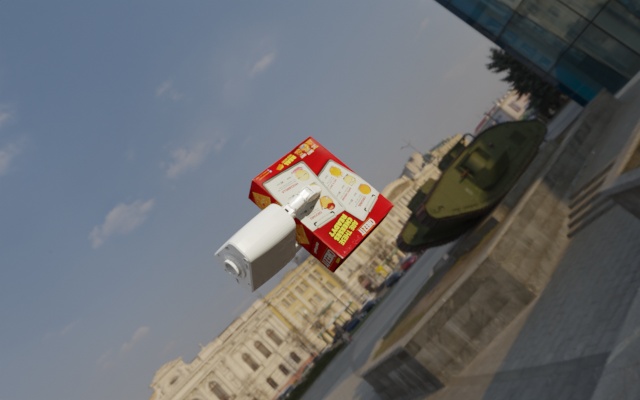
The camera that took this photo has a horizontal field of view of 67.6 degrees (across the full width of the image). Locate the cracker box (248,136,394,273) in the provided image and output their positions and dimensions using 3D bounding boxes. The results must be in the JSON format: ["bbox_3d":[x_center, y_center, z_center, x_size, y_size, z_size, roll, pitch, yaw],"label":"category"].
[{"bbox_3d":[0.000,0.003,0.884,0.164,0.213,0.072,-42,-13,-33],"label":"cracker box"}]
